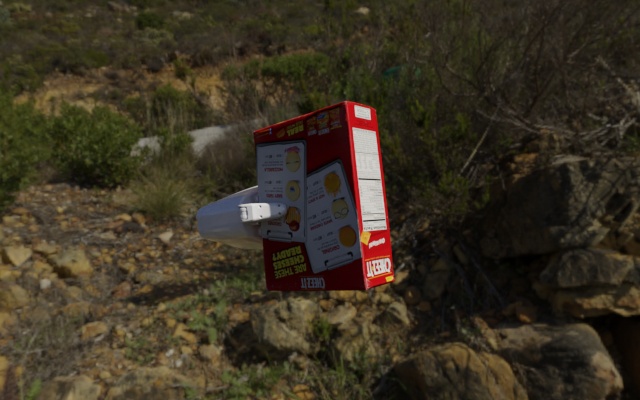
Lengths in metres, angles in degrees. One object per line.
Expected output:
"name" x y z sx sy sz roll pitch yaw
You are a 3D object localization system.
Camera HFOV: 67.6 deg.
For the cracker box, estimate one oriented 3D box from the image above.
"cracker box" 0.000 0.002 0.601 0.164 0.213 0.072 -9 -5 41
